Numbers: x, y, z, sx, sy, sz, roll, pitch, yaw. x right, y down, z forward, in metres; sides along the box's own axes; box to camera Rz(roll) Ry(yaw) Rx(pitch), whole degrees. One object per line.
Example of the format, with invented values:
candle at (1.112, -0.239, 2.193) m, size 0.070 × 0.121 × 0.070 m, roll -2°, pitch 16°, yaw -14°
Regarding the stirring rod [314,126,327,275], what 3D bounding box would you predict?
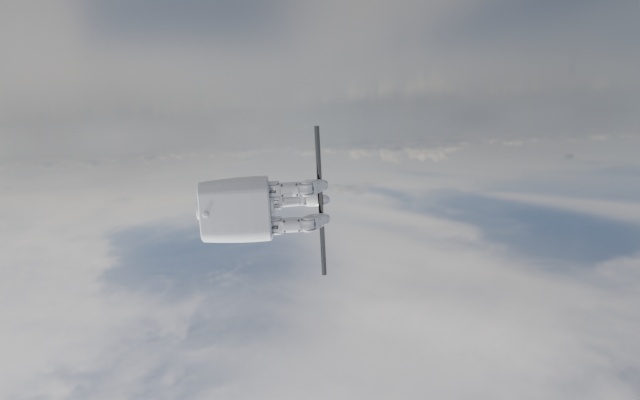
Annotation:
stirring rod at (0.000, 0.002, 0.761) m, size 0.011 × 0.239 × 0.011 m, roll -3°, pitch 9°, yaw 0°
